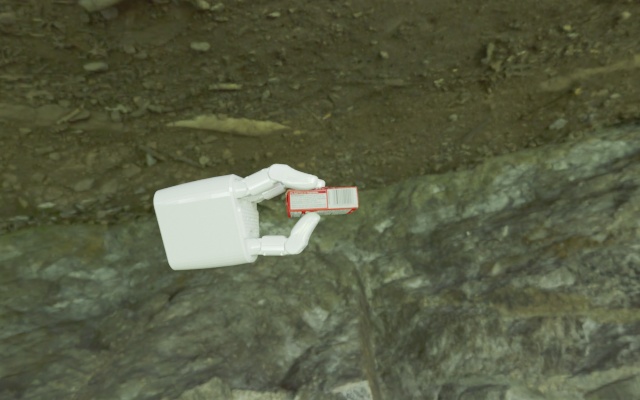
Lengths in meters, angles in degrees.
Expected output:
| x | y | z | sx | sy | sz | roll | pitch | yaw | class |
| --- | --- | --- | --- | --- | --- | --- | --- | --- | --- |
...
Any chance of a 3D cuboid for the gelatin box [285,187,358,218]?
| x | y | z | sx | sy | sz | roll | pitch | yaw | class |
| --- | --- | --- | --- | --- | --- | --- | --- | --- | --- |
| 0.000 | 0.002 | 0.617 | 0.089 | 0.030 | 0.073 | -3 | -7 | -4 | gelatin box |
